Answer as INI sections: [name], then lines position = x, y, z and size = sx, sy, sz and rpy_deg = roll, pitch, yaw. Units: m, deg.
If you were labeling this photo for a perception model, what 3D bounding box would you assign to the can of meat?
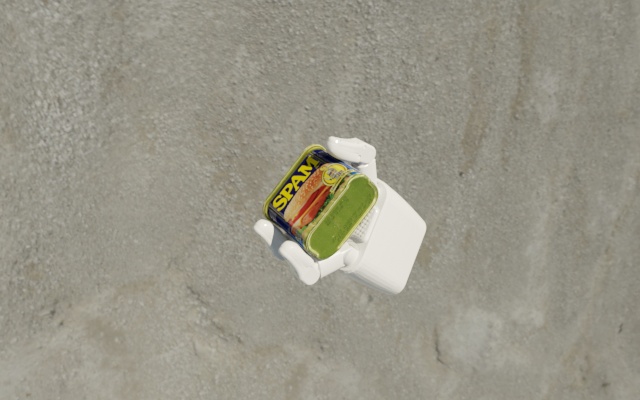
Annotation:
[can of meat]
position = 0.000, 0.002, 0.508
size = 0.084, 0.102, 0.057
rpy_deg = 36, -2, 46
